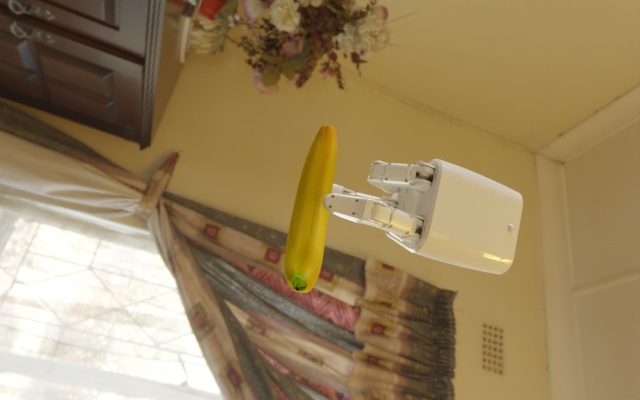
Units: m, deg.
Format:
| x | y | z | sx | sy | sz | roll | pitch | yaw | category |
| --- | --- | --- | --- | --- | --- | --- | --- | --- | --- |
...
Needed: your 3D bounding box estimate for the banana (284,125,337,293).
| x | y | z | sx | sy | sz | roll | pitch | yaw | category |
| --- | --- | --- | --- | --- | --- | --- | --- | --- | --- |
| -0.007 | 0.014 | 0.480 | 0.037 | 0.197 | 0.070 | 18 | -37 | -14 | banana |
